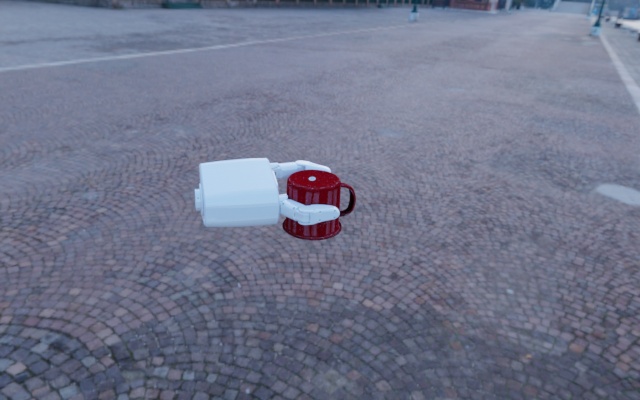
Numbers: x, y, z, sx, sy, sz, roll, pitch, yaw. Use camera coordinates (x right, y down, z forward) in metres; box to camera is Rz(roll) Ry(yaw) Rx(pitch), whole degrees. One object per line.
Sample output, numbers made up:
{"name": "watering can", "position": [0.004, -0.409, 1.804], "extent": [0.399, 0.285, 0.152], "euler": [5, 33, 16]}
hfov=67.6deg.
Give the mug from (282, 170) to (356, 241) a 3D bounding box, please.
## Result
{"name": "mug", "position": [0.002, 0.002, 0.731], "extent": [0.117, 0.081, 0.093], "euler": [-5, 26, -18]}
